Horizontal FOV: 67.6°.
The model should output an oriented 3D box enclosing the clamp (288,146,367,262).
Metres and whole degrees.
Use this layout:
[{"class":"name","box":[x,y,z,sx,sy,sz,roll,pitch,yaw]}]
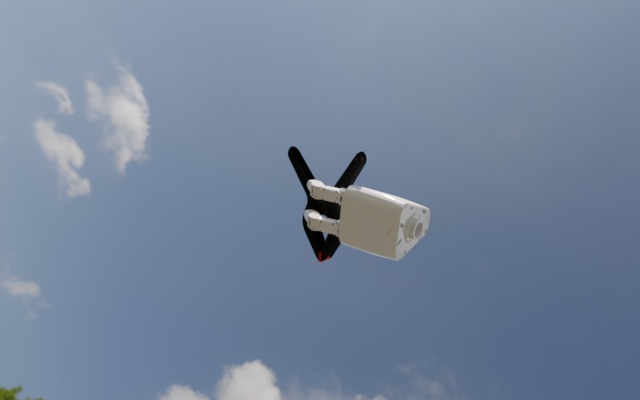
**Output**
[{"class":"clamp","box":[0.001,0.003,0.850,0.164,0.210,0.036,18,20,37]}]
